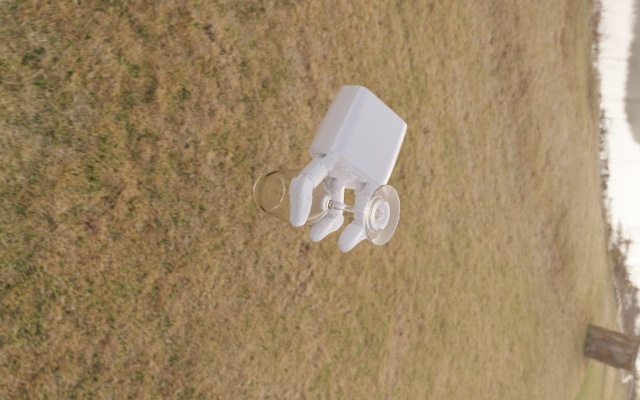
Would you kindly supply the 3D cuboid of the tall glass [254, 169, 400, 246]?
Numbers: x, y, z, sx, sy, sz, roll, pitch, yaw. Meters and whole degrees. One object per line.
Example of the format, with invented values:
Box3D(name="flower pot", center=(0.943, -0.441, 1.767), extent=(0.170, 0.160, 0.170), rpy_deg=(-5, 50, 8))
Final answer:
Box3D(name="tall glass", center=(0.001, 0.002, 0.633), extent=(0.201, 0.079, 0.079), rpy_deg=(11, 7, 40))
